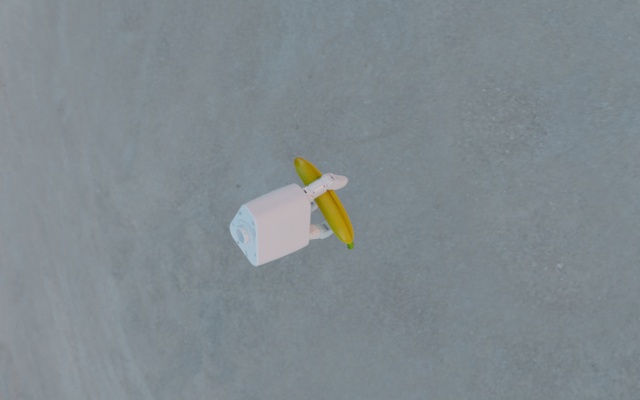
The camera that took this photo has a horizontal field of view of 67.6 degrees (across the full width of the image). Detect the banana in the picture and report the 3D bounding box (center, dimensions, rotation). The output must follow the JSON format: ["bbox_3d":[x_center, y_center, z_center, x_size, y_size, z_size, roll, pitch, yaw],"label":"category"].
[{"bbox_3d":[0.007,0.001,0.852,0.037,0.198,0.070,-28,-6,-20],"label":"banana"}]
